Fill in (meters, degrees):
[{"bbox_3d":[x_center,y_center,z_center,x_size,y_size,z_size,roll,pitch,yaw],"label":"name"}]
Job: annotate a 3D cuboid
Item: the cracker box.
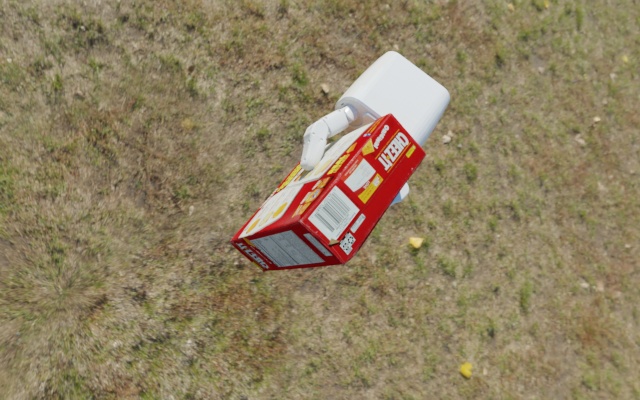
[{"bbox_3d":[0.000,0.002,0.562,0.072,0.164,0.214,46,-27,-13],"label":"cracker box"}]
